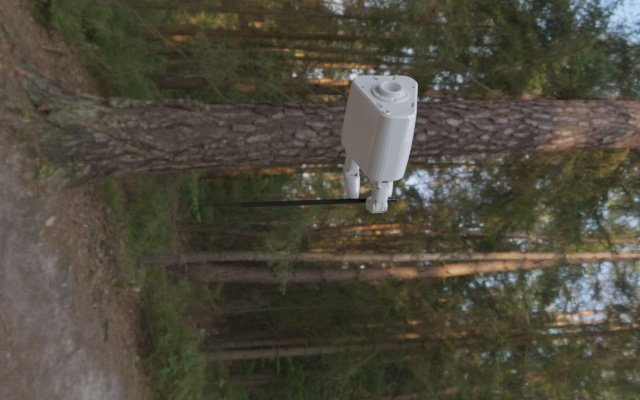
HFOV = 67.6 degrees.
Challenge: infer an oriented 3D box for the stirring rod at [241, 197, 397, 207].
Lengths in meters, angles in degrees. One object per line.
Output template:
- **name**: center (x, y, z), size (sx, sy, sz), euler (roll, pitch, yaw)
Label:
- **stirring rod**: center (0.000, 0.002, 0.736), size (0.239, 0.011, 0.011), euler (-2, 0, -8)
